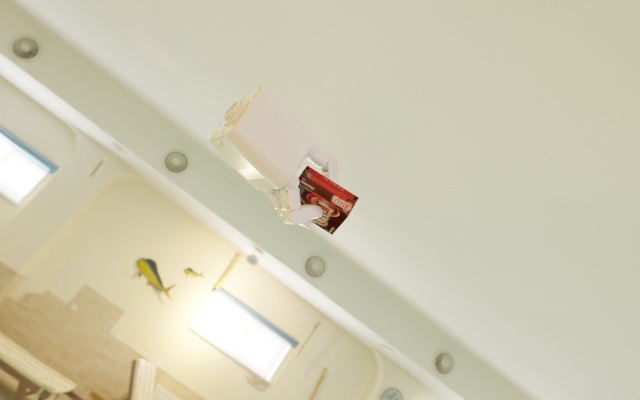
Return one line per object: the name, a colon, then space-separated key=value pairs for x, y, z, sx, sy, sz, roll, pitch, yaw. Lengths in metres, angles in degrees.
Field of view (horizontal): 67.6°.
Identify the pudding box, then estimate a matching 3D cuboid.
pudding box: x=0.000 y=0.002 z=0.722 sx=0.090 sy=0.039 sz=0.113 roll=33 pitch=-19 yaw=1
